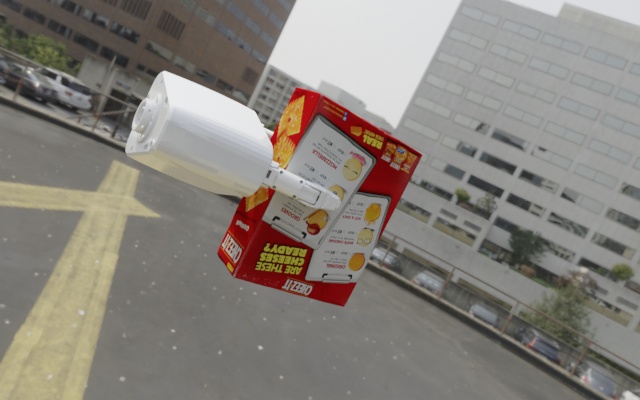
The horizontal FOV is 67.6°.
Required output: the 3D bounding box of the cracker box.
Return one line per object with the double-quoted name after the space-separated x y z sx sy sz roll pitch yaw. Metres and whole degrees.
0.000 0.002 0.562 0.164 0.214 0.072 23 7 -34 "cracker box"
